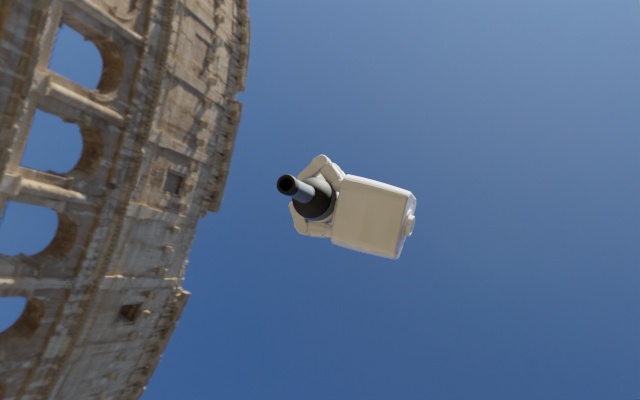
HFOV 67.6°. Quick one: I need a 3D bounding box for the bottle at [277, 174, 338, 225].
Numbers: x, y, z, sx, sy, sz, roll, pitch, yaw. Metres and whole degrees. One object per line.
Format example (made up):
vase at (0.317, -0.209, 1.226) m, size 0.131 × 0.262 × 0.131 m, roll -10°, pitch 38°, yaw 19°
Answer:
bottle at (0.000, 0.003, 0.773) m, size 0.069 × 0.069 × 0.296 m, roll 0°, pitch -10°, yaw 19°
